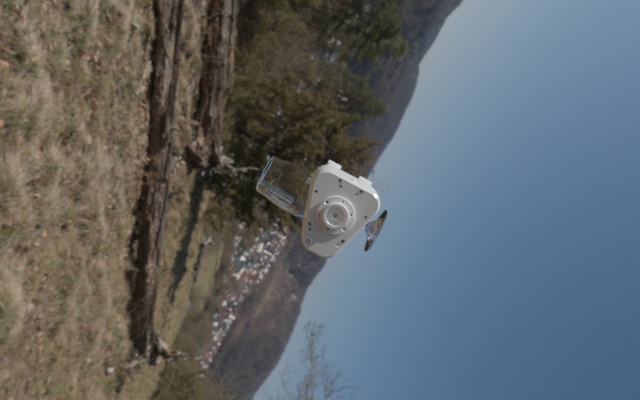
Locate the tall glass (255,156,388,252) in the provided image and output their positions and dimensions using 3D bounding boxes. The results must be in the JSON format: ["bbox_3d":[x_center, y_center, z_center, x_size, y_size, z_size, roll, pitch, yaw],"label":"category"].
[{"bbox_3d":[0.001,0.003,0.753,0.201,0.079,0.079,28,-1,-2],"label":"tall glass"}]
